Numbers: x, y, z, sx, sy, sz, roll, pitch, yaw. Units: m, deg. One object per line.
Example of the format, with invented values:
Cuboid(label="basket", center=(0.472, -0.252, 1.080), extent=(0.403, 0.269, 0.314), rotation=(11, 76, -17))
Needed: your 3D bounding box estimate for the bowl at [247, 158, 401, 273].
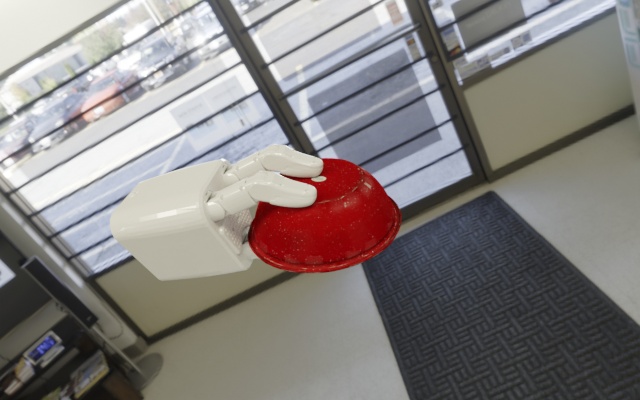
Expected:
Cuboid(label="bowl", center=(0.001, 0.001, 0.487), extent=(0.162, 0.055, 0.162), rotation=(-6, 31, 4))
